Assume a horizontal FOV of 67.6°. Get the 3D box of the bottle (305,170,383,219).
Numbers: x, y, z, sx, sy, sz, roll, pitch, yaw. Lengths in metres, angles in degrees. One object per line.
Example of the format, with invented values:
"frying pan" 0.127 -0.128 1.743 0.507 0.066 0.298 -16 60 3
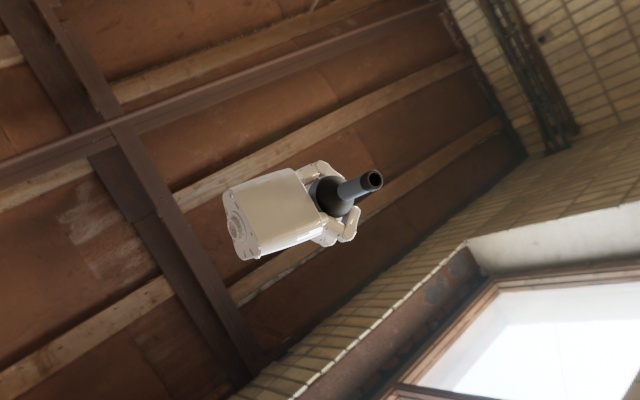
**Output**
"bottle" 0.000 0.002 0.753 0.069 0.069 0.296 0 -12 -30
